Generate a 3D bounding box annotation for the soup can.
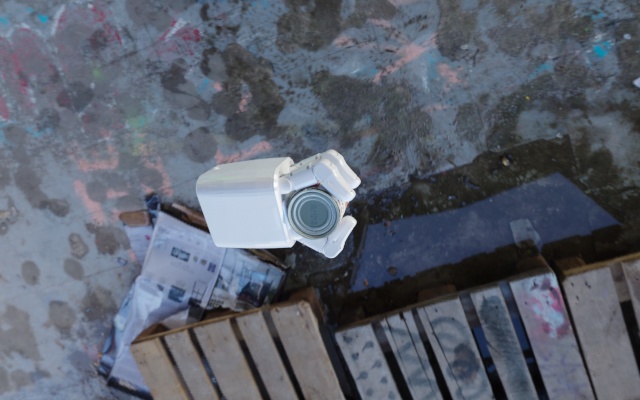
[{"bbox_3d":[0.001,0.002,0.618,0.068,0.068,0.102,0,17,11],"label":"soup can"}]
